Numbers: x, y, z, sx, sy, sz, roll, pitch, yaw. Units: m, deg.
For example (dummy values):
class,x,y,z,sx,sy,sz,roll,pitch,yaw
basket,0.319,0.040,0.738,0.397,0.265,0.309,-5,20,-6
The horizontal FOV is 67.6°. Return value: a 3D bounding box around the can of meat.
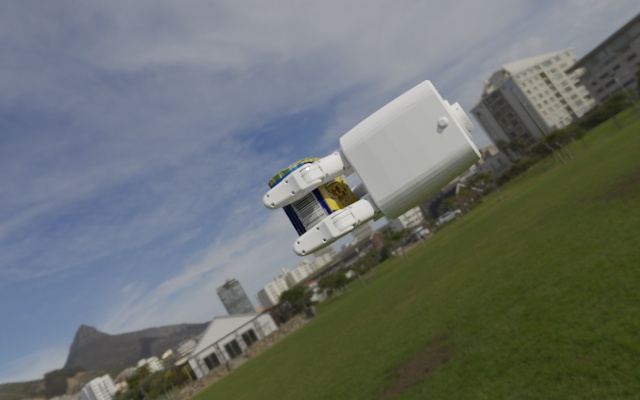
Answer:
class,x,y,z,sx,sy,sz,roll,pitch,yaw
can of meat,0.000,0.001,0.519,0.057,0.084,0.102,-35,-9,23
